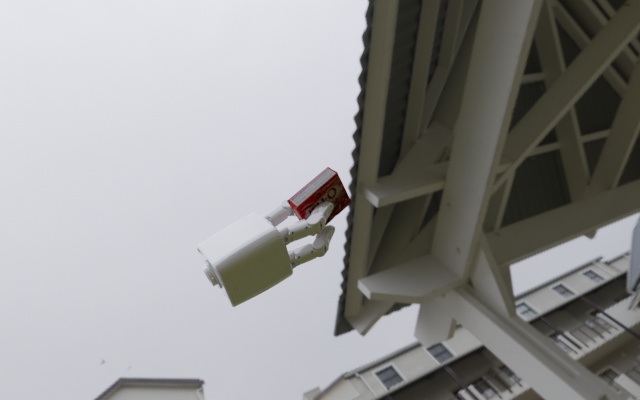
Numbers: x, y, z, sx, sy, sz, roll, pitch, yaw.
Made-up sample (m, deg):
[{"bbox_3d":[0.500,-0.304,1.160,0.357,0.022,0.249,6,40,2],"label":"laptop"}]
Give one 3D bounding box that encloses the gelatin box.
[{"bbox_3d":[0.000,0.002,0.759,0.089,0.073,0.030,-41,44,-13],"label":"gelatin box"}]
